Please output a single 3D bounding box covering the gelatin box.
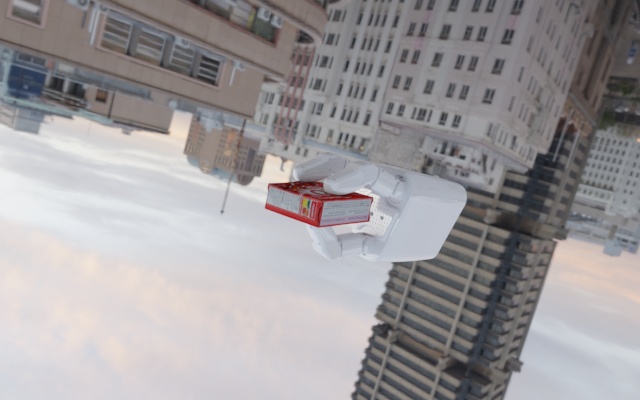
[{"bbox_3d":[0.000,0.002,0.489,0.073,0.030,0.089,18,14,38],"label":"gelatin box"}]
